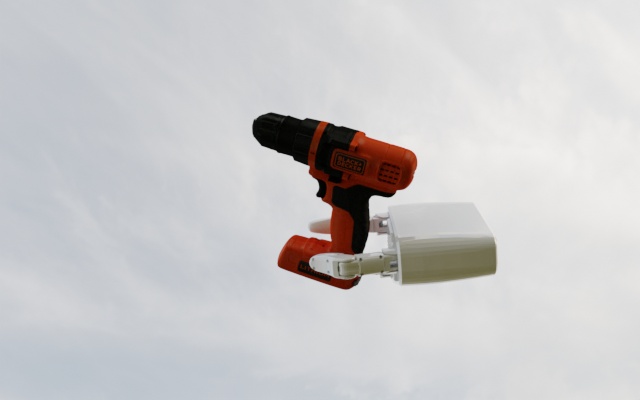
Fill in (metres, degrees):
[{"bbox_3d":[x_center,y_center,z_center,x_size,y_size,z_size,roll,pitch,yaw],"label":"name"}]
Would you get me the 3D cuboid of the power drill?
[{"bbox_3d":[0.000,0.002,0.547,0.184,0.188,0.057,18,32,11],"label":"power drill"}]
